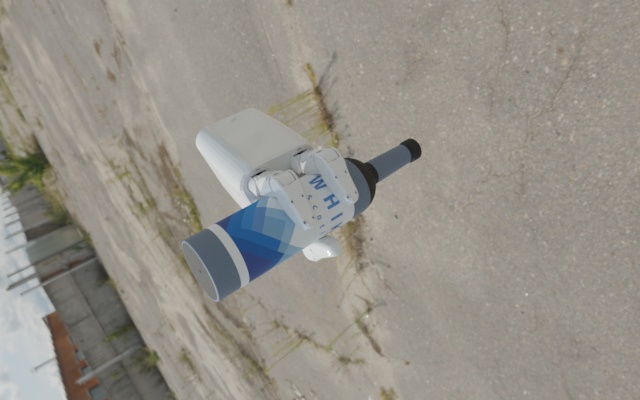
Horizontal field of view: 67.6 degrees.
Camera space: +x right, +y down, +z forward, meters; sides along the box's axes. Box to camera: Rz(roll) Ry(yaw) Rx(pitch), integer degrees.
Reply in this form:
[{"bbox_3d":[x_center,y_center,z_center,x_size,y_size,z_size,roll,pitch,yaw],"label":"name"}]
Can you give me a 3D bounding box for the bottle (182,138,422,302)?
[{"bbox_3d":[0.000,0.002,0.514,0.295,0.069,0.069,-30,15,-27],"label":"bottle"}]
